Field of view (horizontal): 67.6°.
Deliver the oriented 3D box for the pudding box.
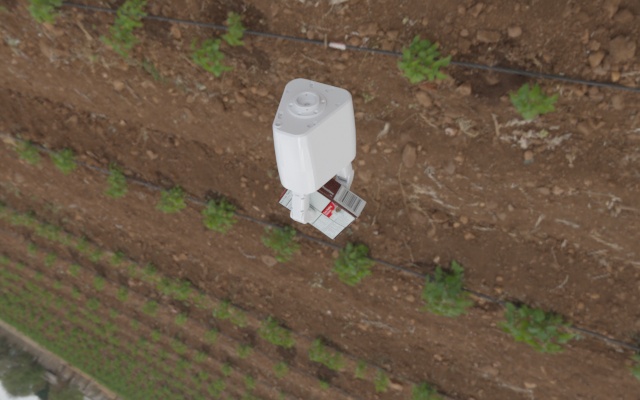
[{"bbox_3d":[0.000,0.002,0.731,0.113,0.039,0.090,36,-34,-4],"label":"pudding box"}]
